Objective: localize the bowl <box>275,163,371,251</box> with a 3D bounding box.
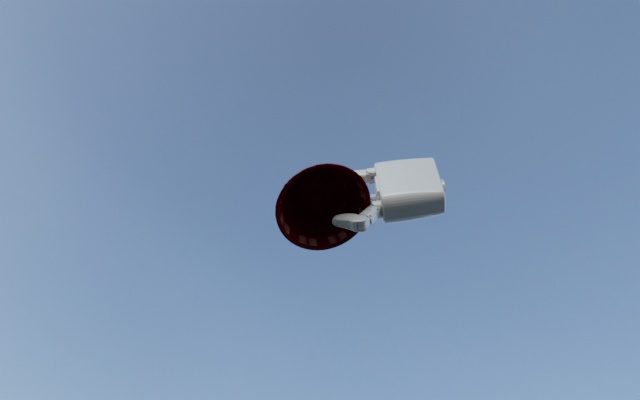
[{"bbox_3d":[-0.001,0.002,0.805,0.162,0.162,0.055,0,27,-15],"label":"bowl"}]
